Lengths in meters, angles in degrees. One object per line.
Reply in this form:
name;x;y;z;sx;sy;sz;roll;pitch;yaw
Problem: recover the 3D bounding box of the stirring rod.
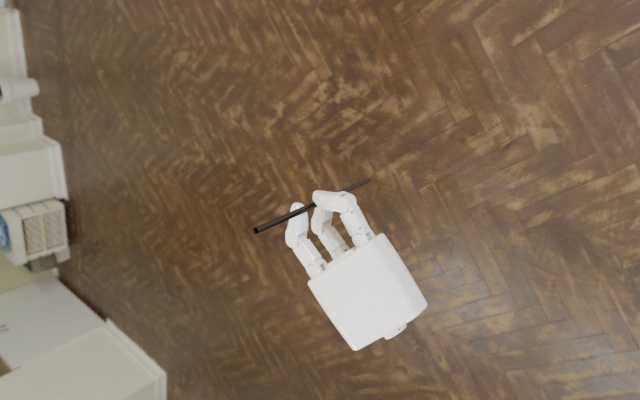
stirring rod;0.000;0.002;0.628;0.011;0.011;0.239;0;15;39
